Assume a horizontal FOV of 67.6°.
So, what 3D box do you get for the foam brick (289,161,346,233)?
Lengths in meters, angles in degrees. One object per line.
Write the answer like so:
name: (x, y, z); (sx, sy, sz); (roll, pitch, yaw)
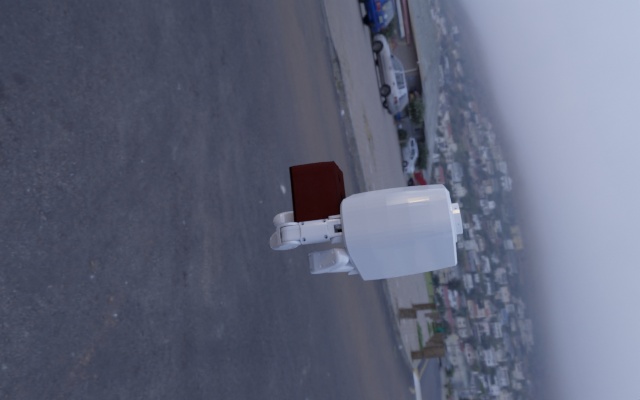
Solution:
foam brick: (0.000, 0.001, 0.530); (0.051, 0.078, 0.053); (-9, -14, 13)
